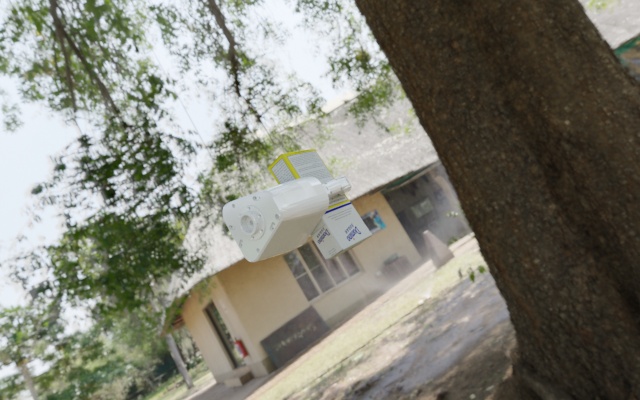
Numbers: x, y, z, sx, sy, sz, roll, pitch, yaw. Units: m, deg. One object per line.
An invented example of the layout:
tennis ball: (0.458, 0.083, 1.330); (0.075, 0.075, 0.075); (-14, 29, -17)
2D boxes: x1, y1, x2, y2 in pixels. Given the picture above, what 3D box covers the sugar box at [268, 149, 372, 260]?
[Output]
sugar box: (0.000, 0.003, 0.761); (0.048, 0.176, 0.093); (-37, -12, 36)
